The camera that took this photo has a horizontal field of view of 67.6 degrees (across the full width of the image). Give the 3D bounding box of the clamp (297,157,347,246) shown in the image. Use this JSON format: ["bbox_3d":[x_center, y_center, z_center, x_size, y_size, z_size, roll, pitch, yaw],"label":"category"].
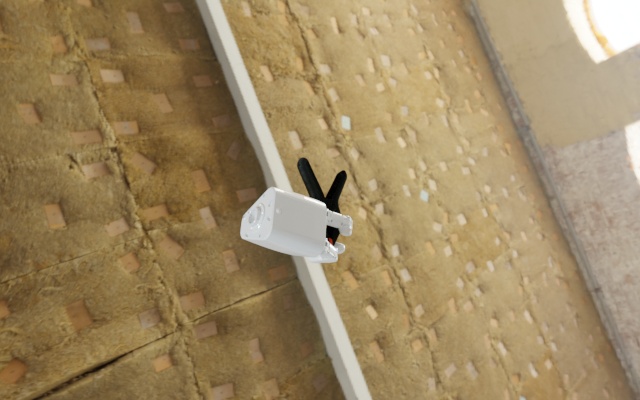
[{"bbox_3d":[0.000,0.003,0.882,0.120,0.171,0.039,20,-30,-33],"label":"clamp"}]
